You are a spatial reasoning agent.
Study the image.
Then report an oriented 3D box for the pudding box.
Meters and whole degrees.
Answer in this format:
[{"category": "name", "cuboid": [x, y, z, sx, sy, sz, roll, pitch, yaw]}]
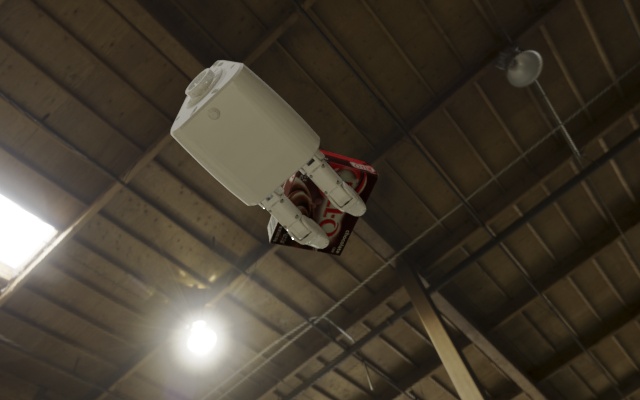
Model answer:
[{"category": "pudding box", "cuboid": [0.000, 0.002, 0.531, 0.090, 0.113, 0.039, 13, 28, -22]}]
